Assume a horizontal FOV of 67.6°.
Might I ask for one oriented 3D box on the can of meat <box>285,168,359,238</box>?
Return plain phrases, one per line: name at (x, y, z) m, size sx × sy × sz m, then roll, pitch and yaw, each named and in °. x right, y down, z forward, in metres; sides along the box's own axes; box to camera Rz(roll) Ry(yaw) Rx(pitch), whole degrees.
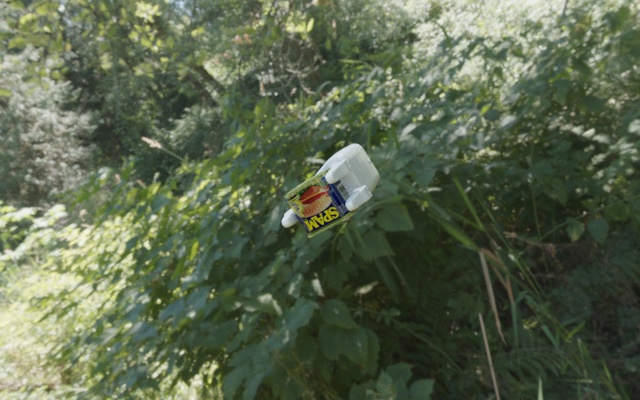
can of meat at (0.000, 0.002, 0.805) m, size 0.102 × 0.084 × 0.057 m, roll -29°, pitch 8°, yaw 34°
